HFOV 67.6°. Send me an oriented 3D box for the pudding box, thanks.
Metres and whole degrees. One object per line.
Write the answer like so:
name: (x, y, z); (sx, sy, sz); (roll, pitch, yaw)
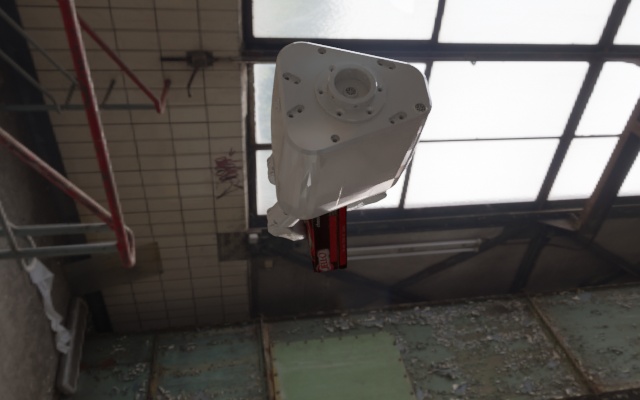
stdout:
pudding box: (0.000, 0.002, 0.479); (0.039, 0.090, 0.113); (-5, 39, -5)
